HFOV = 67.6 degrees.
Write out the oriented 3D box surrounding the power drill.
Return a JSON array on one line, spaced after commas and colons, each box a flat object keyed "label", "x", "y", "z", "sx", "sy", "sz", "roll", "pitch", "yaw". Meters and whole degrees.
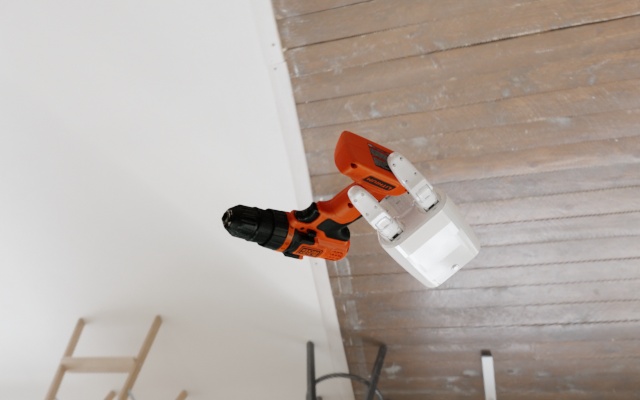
[{"label": "power drill", "x": 0.001, "y": 0.002, "z": 0.570, "sx": 0.184, "sy": 0.057, "sz": 0.188, "roll": 16, "pitch": -44, "yaw": -37}]
